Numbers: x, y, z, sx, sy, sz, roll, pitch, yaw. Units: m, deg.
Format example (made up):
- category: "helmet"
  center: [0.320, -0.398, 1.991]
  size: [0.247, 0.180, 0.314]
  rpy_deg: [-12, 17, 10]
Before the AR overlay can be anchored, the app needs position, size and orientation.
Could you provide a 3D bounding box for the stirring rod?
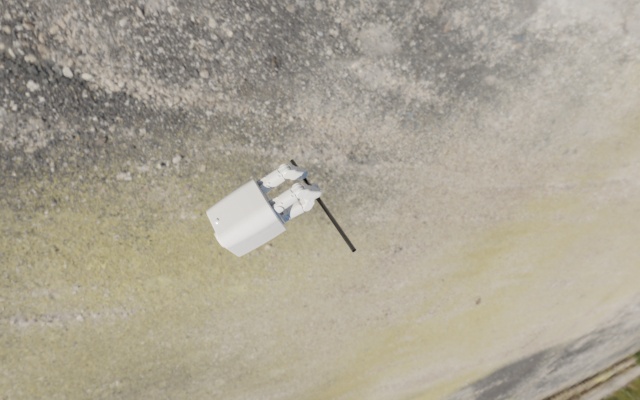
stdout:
- category: "stirring rod"
  center: [0.000, 0.003, 0.859]
  size: [0.011, 0.011, 0.239]
  rpy_deg: [0, 42, -38]
